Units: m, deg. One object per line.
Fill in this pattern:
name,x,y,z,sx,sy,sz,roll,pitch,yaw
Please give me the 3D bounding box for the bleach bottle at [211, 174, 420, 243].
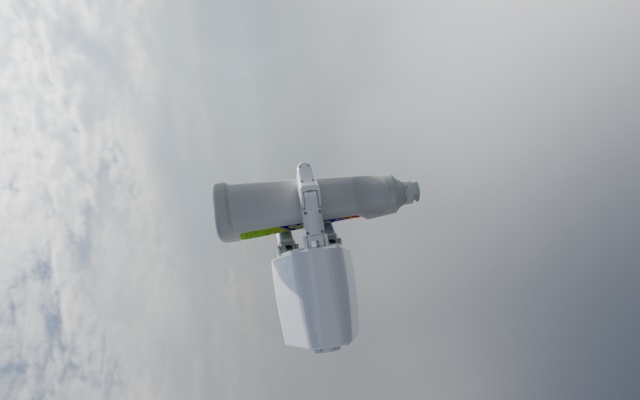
bleach bottle,0.000,0.002,0.587,0.251,0.068,0.102,-7,-9,-7
